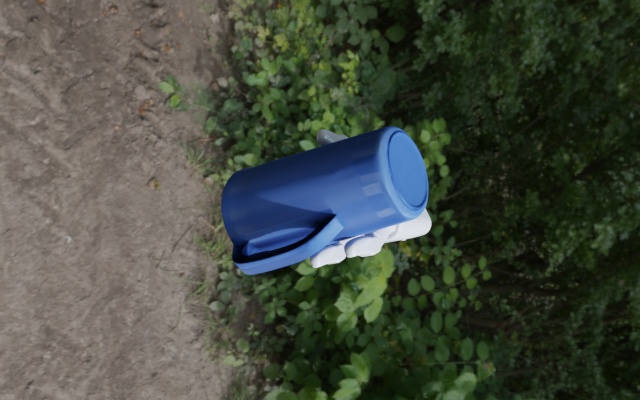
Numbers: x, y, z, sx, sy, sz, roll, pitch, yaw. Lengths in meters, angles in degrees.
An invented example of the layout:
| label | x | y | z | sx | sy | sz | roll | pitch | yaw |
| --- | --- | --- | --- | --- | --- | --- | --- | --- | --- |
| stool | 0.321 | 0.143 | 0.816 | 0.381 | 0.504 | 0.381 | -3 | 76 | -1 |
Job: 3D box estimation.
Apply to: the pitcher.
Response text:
| label | x | y | z | sx | sy | sz | roll | pitch | yaw |
| --- | --- | --- | --- | --- | --- | --- | --- | --- | --- |
| pitcher | 0.000 | 0.002 | 0.587 | 0.243 | 0.149 | 0.145 | -16 | -12 | 36 |
